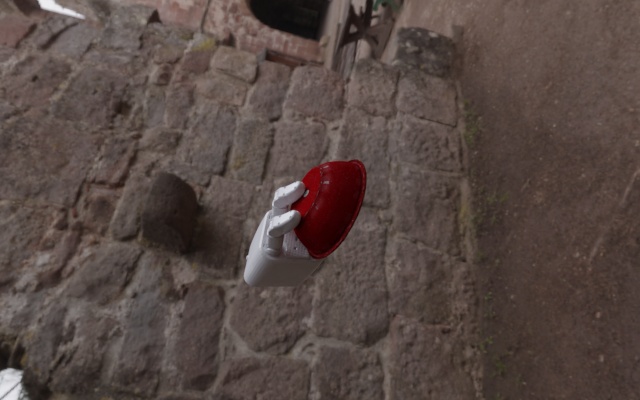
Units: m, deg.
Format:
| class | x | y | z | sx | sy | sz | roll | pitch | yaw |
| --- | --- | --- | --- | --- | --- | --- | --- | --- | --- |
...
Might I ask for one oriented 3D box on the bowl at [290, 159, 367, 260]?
| class | x | y | z | sx | sy | sz | roll | pitch | yaw |
| --- | --- | --- | --- | --- | --- | --- | --- | --- | --- |
| bowl | 0.000 | 0.001 | 0.706 | 0.055 | 0.162 | 0.162 | 25 | -10 | -22 |
